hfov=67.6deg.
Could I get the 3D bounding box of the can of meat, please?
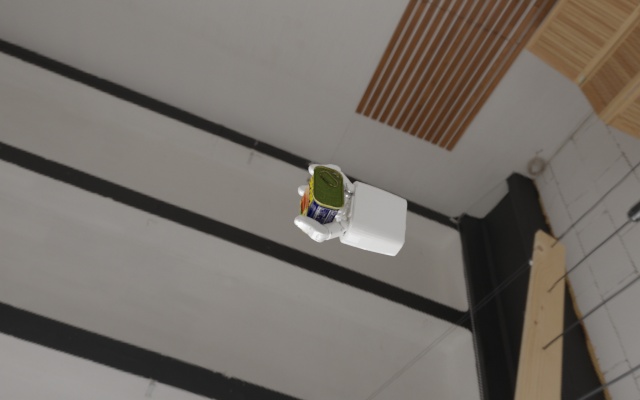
[{"bbox_3d":[0.000,0.003,0.854,0.057,0.102,0.084,15,-49,-14],"label":"can of meat"}]
